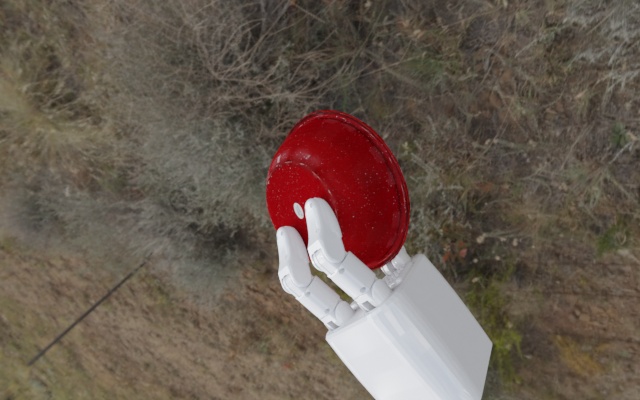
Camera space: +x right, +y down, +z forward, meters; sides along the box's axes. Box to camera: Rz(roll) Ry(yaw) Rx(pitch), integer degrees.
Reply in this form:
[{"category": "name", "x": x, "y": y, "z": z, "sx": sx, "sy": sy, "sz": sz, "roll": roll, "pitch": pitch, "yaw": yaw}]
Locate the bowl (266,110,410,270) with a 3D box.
[{"category": "bowl", "x": -0.001, "y": 0.001, "z": 0.441, "sx": 0.162, "sy": 0.162, "sz": 0.055, "roll": 0, "pitch": 18, "yaw": 46}]
